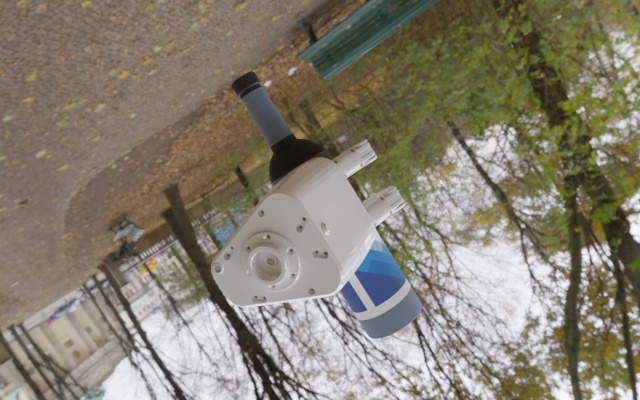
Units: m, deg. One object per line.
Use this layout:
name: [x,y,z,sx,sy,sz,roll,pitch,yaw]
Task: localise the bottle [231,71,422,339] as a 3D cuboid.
bottle: [0.000,0.002,0.492,0.069,0.296,0.069,-32,5,3]
